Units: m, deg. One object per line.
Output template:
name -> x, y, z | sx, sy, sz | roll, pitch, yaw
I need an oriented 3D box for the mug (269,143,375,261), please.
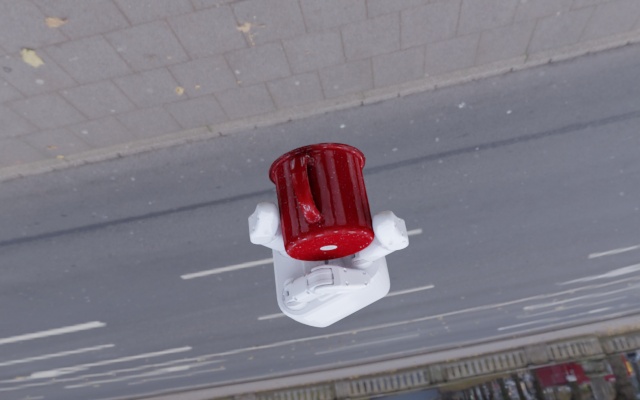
mug -> 0.000, 0.001, 0.424 | 0.093, 0.081, 0.117 | -14, -24, 9
